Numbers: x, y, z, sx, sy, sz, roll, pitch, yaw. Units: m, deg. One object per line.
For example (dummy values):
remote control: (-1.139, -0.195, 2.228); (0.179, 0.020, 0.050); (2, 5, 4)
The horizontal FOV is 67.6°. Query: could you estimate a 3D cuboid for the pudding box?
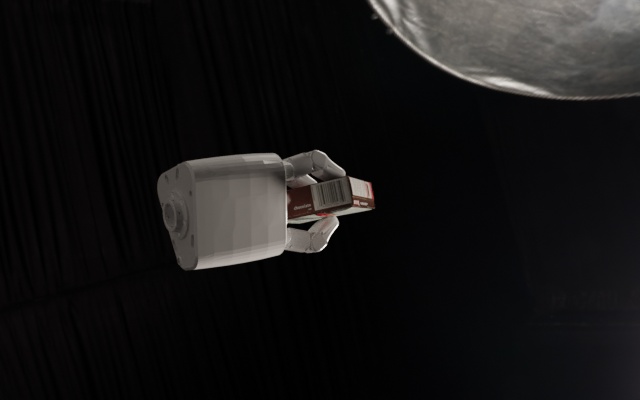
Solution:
pudding box: (0.000, 0.002, 0.587); (0.113, 0.039, 0.090); (-11, -6, 22)
